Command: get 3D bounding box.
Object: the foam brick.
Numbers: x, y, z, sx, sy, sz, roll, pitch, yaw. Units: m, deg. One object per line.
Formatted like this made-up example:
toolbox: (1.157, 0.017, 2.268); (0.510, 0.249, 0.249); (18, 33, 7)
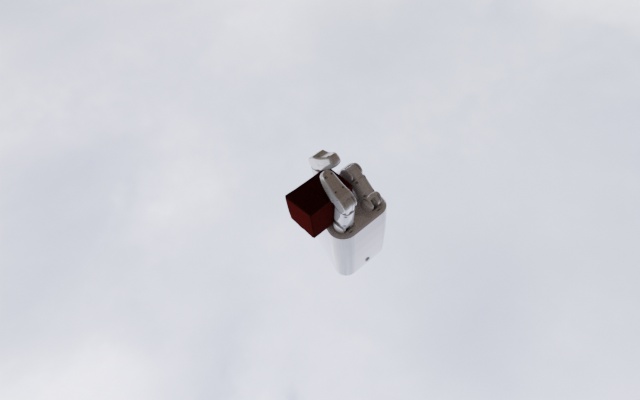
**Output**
foam brick: (0.000, 0.002, 0.650); (0.078, 0.051, 0.053); (-36, 56, -22)
